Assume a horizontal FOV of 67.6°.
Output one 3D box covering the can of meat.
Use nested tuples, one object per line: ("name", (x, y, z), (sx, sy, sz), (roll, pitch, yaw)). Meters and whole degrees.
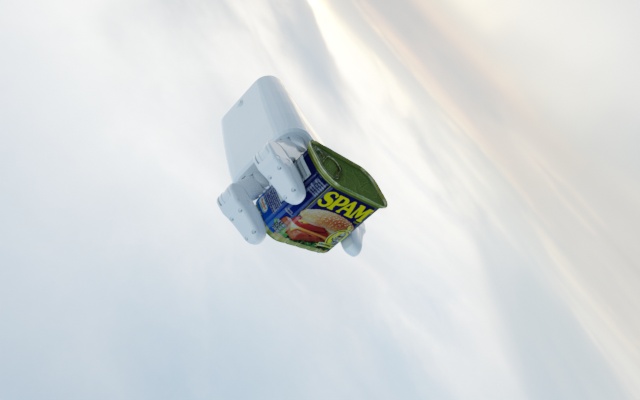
("can of meat", (0.000, 0.002, 0.458), (0.084, 0.057, 0.102), (-42, -39, 22))
